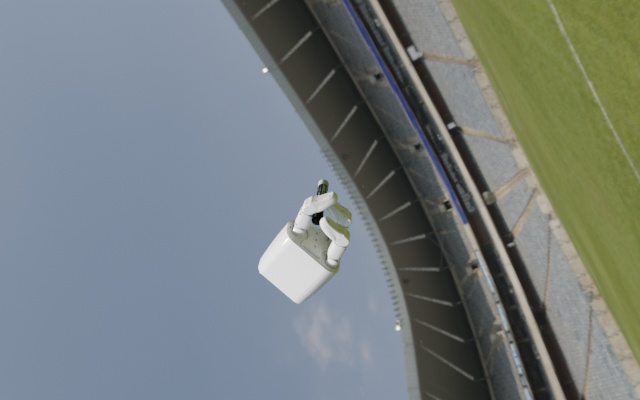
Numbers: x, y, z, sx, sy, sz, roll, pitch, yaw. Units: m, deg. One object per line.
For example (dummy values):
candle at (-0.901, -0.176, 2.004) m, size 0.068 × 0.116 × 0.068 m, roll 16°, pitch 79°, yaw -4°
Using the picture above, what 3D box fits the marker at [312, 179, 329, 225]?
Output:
marker at (0.000, 0.003, 0.808) m, size 0.020 × 0.020 × 0.121 m, roll 0°, pitch 33°, yaw 6°
